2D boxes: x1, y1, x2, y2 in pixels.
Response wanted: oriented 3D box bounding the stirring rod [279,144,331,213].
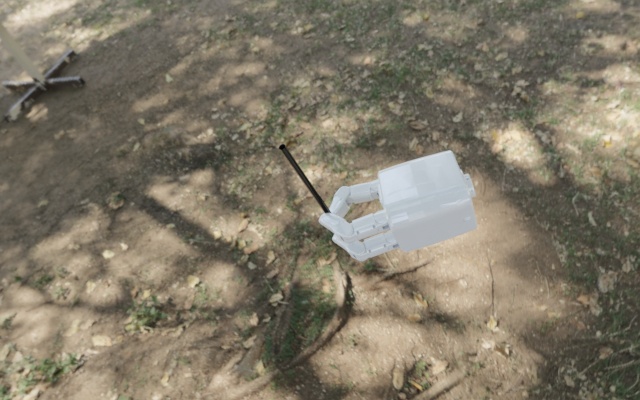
[{"bbox_3d":[0.000,0.002,0.630,0.011,0.011,0.240,0,-31,25],"label":"stirring rod"}]
